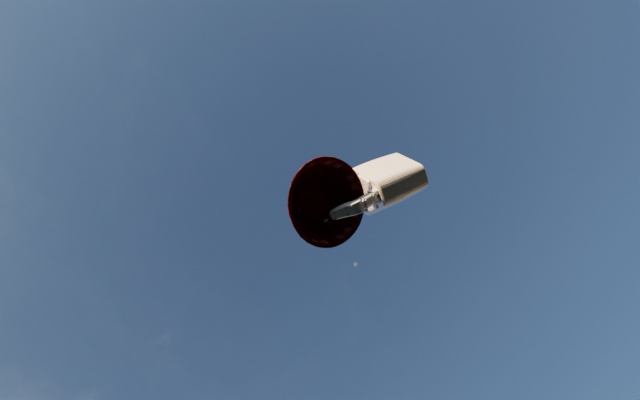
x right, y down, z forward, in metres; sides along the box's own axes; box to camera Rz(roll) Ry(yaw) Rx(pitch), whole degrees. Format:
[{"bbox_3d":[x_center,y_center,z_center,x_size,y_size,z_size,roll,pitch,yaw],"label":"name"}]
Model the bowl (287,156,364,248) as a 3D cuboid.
[{"bbox_3d":[-0.001,0.003,0.858,0.162,0.162,0.055,0,1,-33],"label":"bowl"}]
